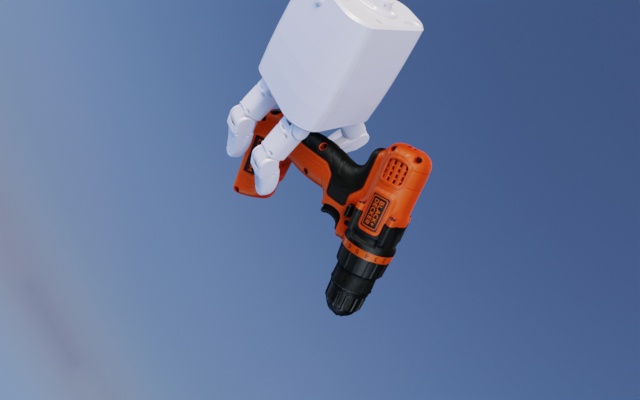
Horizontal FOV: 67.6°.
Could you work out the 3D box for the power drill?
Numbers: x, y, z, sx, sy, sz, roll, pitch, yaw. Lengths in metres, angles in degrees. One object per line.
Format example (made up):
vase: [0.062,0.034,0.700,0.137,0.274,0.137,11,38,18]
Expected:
power drill: [0.000,0.001,0.492,0.187,0.184,0.057,31,16,23]
